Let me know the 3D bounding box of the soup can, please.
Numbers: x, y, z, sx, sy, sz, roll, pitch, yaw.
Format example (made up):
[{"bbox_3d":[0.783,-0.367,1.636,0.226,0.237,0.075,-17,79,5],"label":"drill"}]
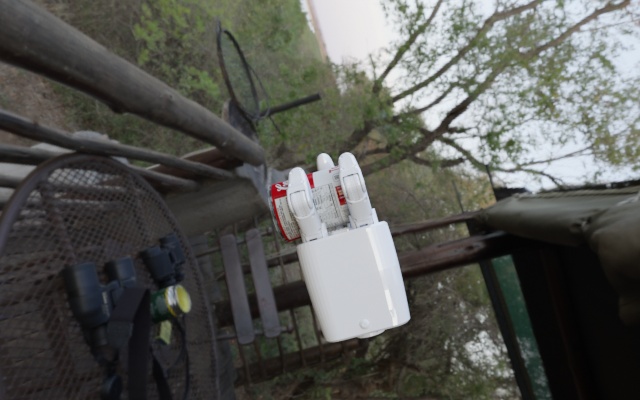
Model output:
[{"bbox_3d":[0.000,0.001,0.532,0.102,0.068,0.068,-16,-2,6],"label":"soup can"}]
